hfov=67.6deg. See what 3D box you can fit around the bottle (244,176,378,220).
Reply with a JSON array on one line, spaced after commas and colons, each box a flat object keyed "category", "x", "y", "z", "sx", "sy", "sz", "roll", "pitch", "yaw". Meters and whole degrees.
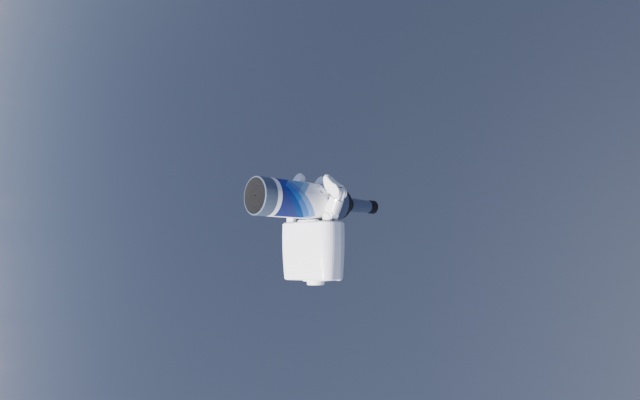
[{"category": "bottle", "x": 0.000, "y": 0.003, "z": 0.890, "sx": 0.296, "sy": 0.069, "sz": 0.069, "roll": 6, "pitch": -4, "yaw": -42}]
